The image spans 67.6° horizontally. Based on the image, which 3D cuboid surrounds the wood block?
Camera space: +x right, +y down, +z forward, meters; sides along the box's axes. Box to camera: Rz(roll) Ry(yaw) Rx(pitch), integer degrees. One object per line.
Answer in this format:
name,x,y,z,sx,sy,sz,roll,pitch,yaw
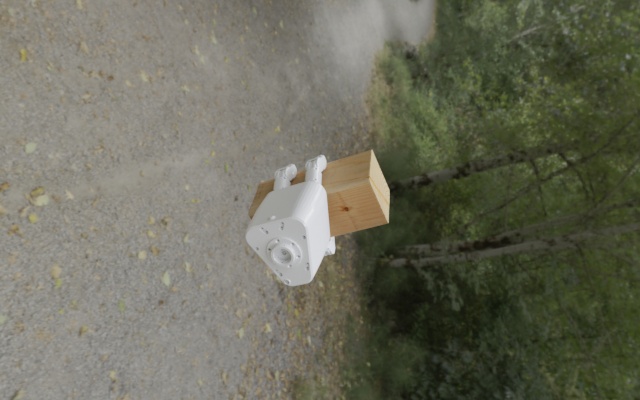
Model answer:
wood block,0.000,0.003,0.782,0.206,0.091,0.090,-15,35,20
